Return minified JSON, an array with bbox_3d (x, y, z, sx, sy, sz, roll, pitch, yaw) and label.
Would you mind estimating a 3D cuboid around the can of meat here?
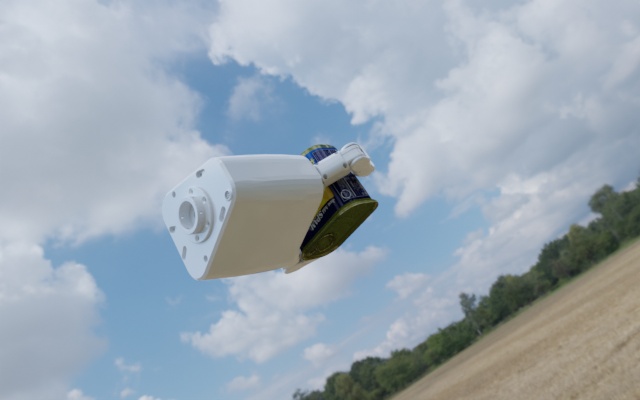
[{"bbox_3d":[0.000,0.001,0.520,0.057,0.084,0.102,-7,-34,-46],"label":"can of meat"}]
